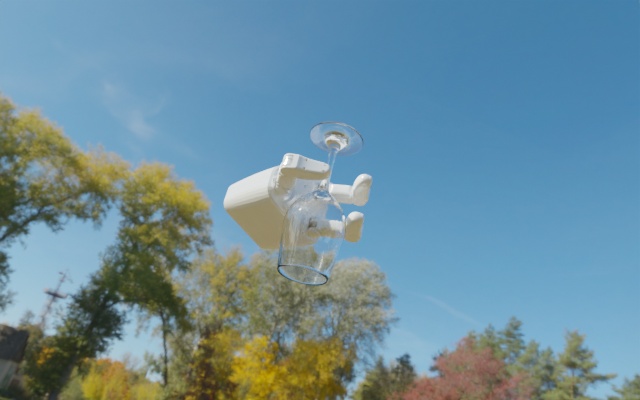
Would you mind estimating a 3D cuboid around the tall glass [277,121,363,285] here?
[{"bbox_3d":[0.000,0.001,0.602,0.079,0.201,0.079,11,-28,6],"label":"tall glass"}]
